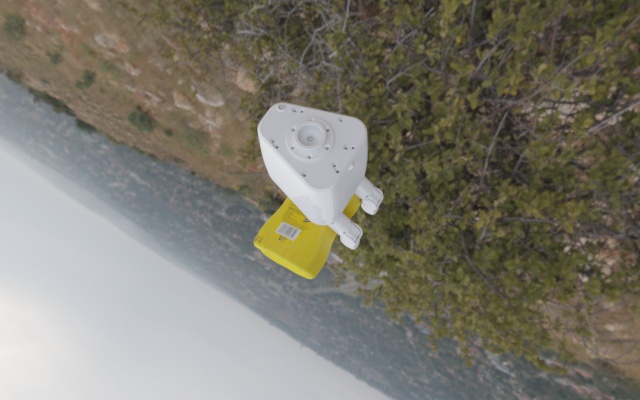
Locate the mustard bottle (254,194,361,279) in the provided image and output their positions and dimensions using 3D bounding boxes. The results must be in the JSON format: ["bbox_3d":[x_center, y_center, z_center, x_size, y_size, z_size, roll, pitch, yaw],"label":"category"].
[{"bbox_3d":[0.000,0.002,0.635,0.096,0.191,0.058,22,-18,35],"label":"mustard bottle"}]
